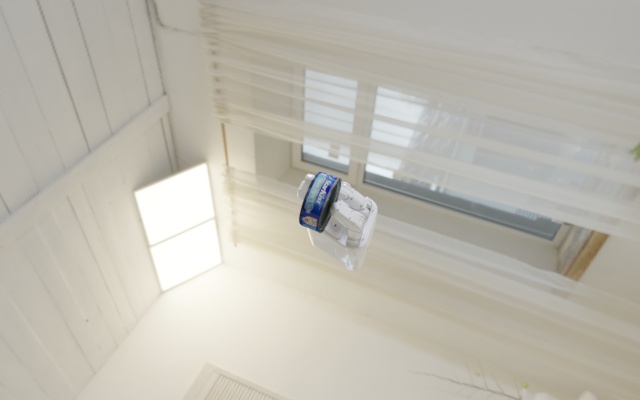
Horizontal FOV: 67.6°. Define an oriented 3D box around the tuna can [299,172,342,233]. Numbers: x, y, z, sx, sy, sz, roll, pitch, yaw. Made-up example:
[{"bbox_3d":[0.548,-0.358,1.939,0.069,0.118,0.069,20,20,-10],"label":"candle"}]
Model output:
[{"bbox_3d":[0.000,0.002,0.695,0.034,0.086,0.086,21,4,10],"label":"tuna can"}]
